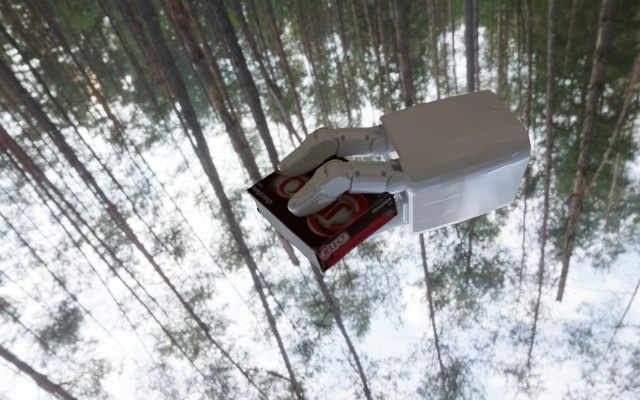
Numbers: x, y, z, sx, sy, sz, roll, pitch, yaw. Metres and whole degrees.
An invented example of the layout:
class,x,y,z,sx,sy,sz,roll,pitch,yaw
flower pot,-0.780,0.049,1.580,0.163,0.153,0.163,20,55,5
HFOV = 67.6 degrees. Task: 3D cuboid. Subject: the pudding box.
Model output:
class,x,y,z,sx,sy,sz,roll,pitch,yaw
pudding box,0.000,0.002,0.439,0.090,0.039,0.113,-35,44,-19
